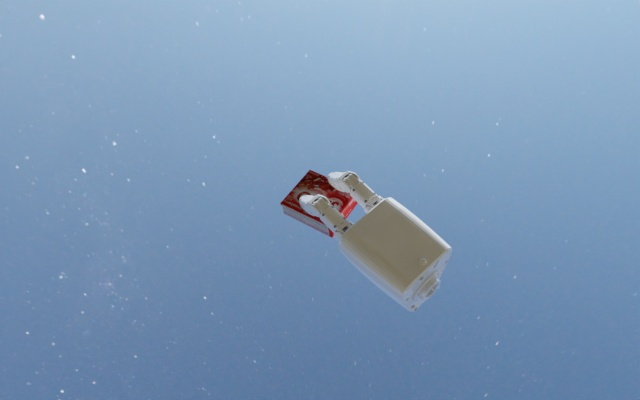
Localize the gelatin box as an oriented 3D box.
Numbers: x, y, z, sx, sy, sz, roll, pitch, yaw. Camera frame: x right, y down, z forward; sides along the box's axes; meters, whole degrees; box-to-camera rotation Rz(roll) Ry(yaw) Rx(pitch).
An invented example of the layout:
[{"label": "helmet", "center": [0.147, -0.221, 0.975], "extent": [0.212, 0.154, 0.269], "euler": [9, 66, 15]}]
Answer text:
[{"label": "gelatin box", "center": [0.000, 0.002, 0.682], "extent": [0.089, 0.073, 0.030], "euler": [25, -30, 28]}]
